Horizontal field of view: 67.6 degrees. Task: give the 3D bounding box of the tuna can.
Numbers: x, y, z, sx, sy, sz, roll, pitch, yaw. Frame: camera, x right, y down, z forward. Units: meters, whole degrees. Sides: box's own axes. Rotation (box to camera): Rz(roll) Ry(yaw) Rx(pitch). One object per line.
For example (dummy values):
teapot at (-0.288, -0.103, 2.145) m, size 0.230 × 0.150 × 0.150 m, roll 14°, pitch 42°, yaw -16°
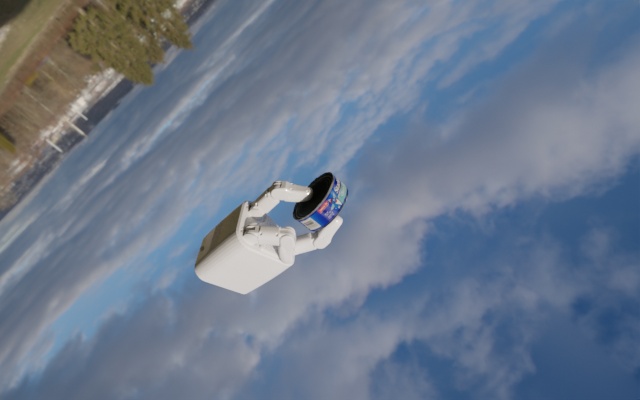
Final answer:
tuna can at (0.001, 0.003, 0.696) m, size 0.034 × 0.086 × 0.086 m, roll 39°, pitch -17°, yaw -21°
